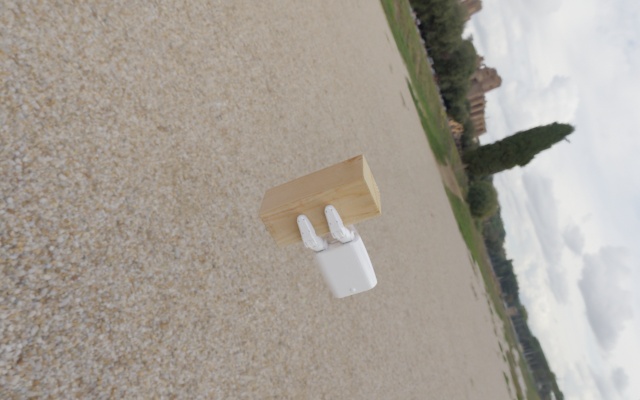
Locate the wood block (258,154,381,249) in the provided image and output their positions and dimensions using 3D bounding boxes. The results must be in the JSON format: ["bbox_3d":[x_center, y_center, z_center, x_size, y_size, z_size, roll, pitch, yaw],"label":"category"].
[{"bbox_3d":[0.000,0.003,0.896,0.206,0.090,0.090,-20,28,16],"label":"wood block"}]
